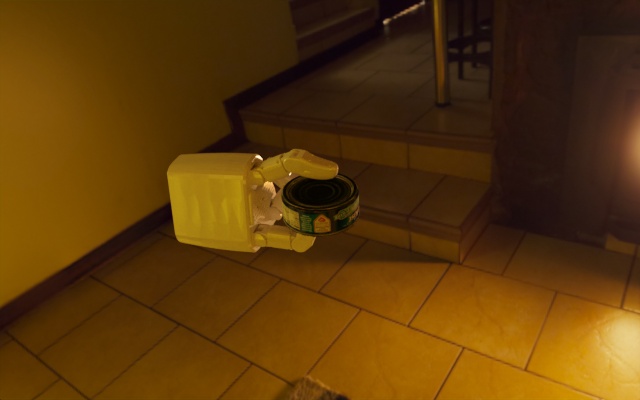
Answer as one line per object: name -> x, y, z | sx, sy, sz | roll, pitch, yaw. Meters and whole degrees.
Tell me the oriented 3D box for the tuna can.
tuna can -> 0.000, 0.001, 0.523 | 0.086, 0.034, 0.086 | -3, 32, 2
